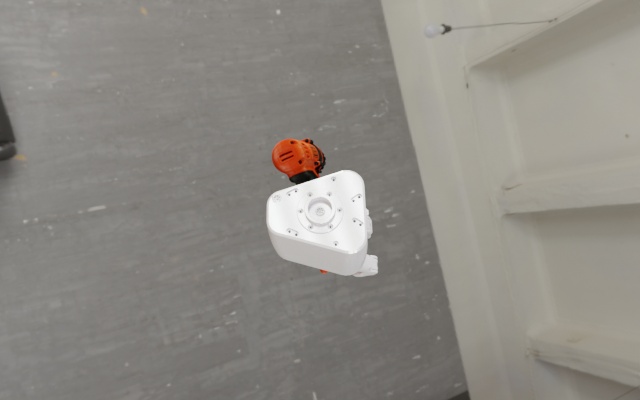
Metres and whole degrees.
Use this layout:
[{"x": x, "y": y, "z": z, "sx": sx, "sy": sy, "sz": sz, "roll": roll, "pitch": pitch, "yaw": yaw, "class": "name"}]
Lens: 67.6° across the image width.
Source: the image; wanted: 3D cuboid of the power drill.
[{"x": 0.000, "y": 0.003, "z": 0.686, "sx": 0.057, "sy": 0.187, "sz": 0.184, "roll": -25, "pitch": -3, "yaw": 13, "class": "power drill"}]
